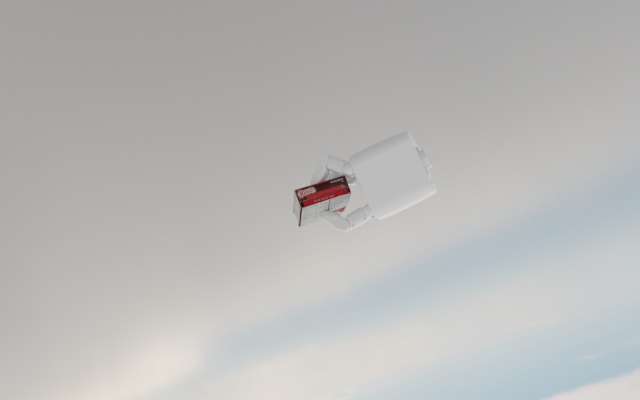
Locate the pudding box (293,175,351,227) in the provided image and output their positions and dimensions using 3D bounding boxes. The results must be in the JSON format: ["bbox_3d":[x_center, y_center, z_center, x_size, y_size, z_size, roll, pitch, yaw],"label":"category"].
[{"bbox_3d":[0.000,0.003,0.829,0.090,0.039,0.113,-16,-19,-10],"label":"pudding box"}]
